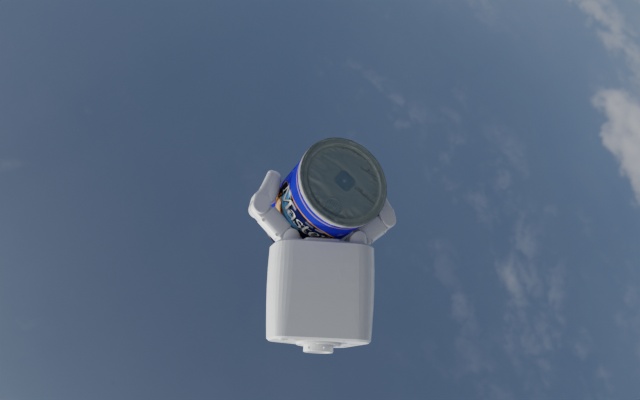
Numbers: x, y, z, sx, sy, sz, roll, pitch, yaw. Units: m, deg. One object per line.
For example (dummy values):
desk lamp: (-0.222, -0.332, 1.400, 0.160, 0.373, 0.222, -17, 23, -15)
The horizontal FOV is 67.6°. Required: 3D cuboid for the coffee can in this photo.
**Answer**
coffee can: (0.000, 0.002, 0.568, 0.103, 0.102, 0.140, 0, -19, -23)
